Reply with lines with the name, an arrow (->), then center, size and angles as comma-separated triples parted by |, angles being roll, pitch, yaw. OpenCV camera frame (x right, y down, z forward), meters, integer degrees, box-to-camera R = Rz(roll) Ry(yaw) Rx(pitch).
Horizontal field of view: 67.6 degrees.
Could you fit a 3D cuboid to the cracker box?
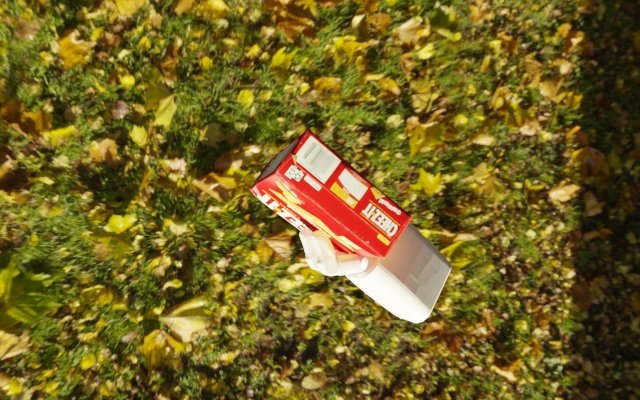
cracker box -> 0.000, 0.002, 0.638 | 0.164, 0.072, 0.214 | 39, -14, -10
